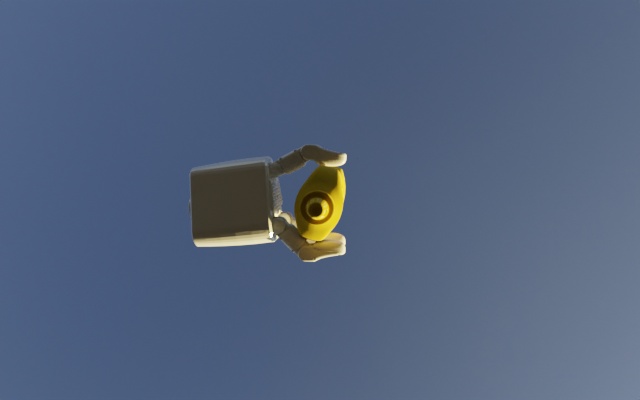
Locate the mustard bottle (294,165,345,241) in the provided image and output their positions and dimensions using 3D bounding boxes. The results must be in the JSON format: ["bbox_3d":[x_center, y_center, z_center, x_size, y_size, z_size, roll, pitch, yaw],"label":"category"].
[{"bbox_3d":[0.000,0.002,0.623,0.058,0.096,0.191,17,6,2],"label":"mustard bottle"}]
